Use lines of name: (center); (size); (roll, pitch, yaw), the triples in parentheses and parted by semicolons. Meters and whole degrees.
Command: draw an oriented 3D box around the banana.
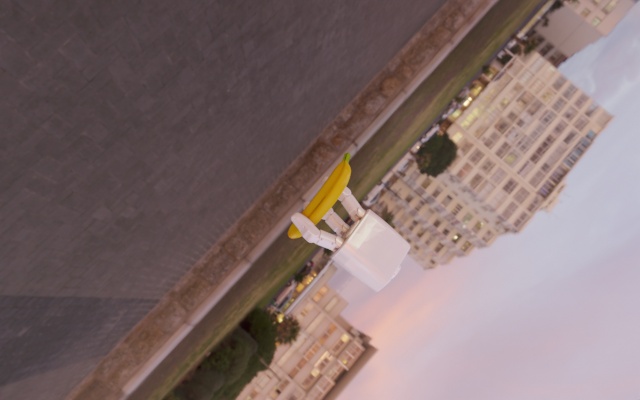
banana: (0.000, 0.005, 0.864); (0.037, 0.198, 0.069); (37, 16, -4)
